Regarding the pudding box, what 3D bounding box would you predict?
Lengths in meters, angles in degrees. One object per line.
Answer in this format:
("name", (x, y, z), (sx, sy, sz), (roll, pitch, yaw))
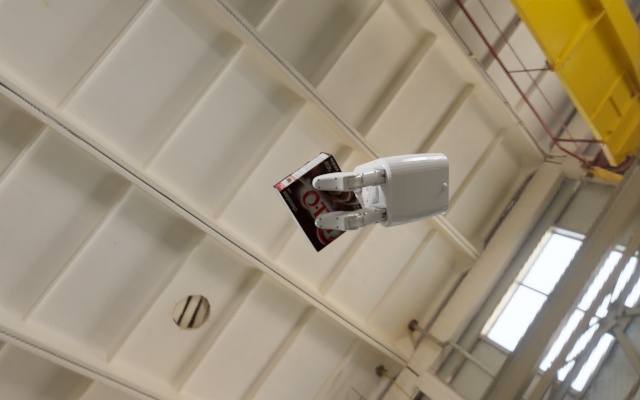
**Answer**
("pudding box", (0.000, 0.002, 0.669), (0.090, 0.113, 0.039), (-36, 23, -11))
